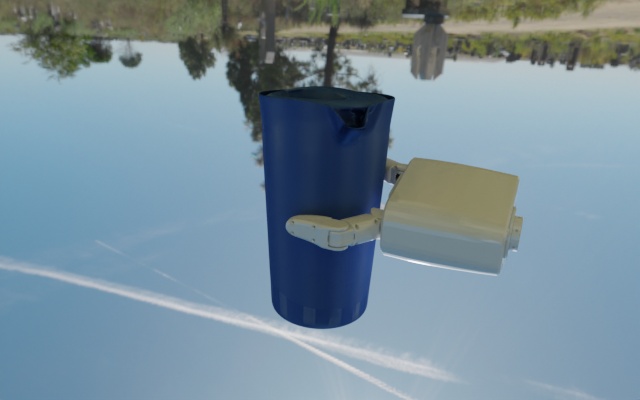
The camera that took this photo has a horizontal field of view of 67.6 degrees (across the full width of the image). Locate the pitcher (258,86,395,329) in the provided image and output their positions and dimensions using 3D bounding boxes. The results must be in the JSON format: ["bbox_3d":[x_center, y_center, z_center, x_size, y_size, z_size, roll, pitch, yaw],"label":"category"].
[{"bbox_3d":[0.000,0.002,0.512,0.145,0.243,0.149,11,20,24],"label":"pitcher"}]
